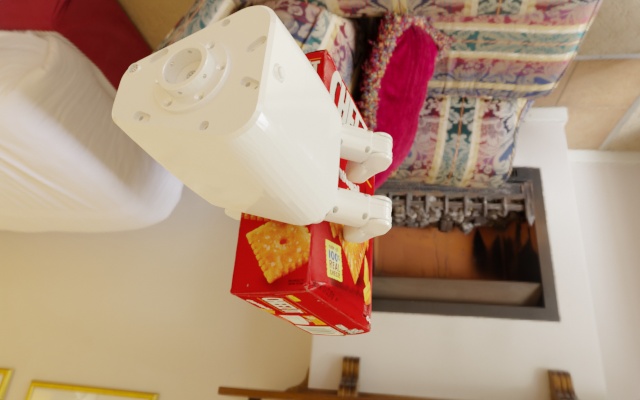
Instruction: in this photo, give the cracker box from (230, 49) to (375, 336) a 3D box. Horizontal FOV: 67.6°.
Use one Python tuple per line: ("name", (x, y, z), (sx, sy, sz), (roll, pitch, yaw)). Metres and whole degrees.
("cracker box", (0.000, 0.002, 0.436), (0.072, 0.213, 0.164), (-5, -27, 21))
